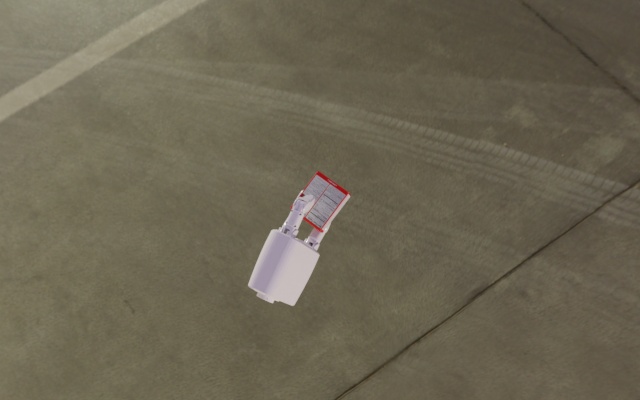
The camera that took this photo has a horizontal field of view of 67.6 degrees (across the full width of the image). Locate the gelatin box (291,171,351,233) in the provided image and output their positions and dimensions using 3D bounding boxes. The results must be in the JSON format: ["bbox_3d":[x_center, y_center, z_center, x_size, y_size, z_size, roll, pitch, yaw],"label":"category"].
[{"bbox_3d":[0.000,0.002,0.875,0.073,0.089,0.030,36,-3,17],"label":"gelatin box"}]
